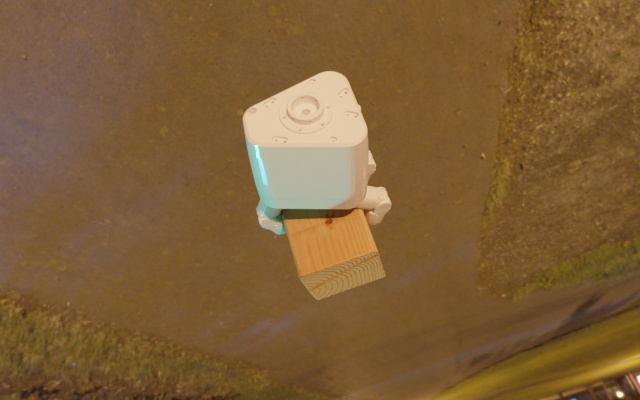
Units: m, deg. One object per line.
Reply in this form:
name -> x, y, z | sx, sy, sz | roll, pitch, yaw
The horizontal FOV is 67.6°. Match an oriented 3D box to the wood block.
wood block -> 0.000, 0.002, 0.589 | 0.091, 0.206, 0.090 | -20, -30, 4
